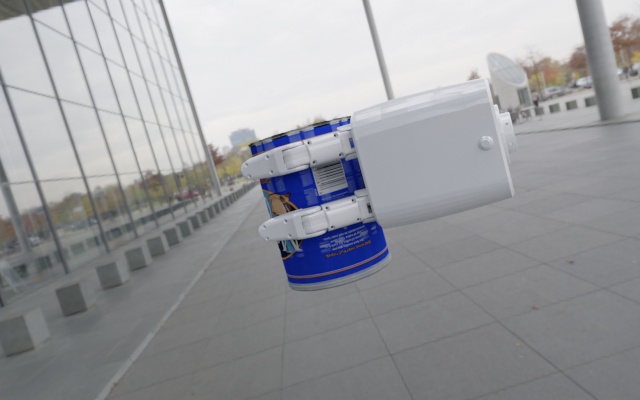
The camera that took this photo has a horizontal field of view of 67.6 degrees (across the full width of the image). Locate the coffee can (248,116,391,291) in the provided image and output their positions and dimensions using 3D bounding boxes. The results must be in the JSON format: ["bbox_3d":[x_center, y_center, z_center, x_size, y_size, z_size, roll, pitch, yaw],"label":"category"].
[{"bbox_3d":[0.000,0.002,0.454,0.103,0.140,0.103,-15,6,2],"label":"coffee can"}]
